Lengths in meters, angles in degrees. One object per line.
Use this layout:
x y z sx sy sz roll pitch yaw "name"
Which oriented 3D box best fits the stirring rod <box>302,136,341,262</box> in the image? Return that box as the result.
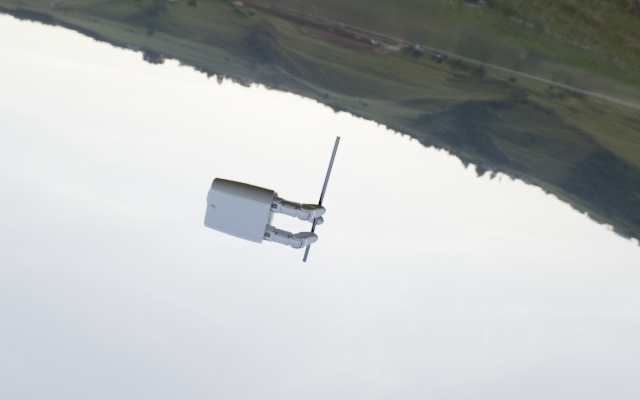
0.000 0.003 0.835 0.011 0.240 0.011 14 20 -5 "stirring rod"
